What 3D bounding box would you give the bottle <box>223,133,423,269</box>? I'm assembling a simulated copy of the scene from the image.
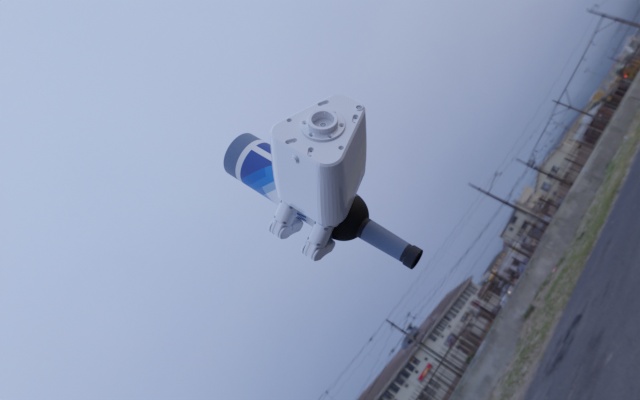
[{"bbox_3d":[0.000,0.002,0.629,0.295,0.069,0.069,31,13,23],"label":"bottle"}]
